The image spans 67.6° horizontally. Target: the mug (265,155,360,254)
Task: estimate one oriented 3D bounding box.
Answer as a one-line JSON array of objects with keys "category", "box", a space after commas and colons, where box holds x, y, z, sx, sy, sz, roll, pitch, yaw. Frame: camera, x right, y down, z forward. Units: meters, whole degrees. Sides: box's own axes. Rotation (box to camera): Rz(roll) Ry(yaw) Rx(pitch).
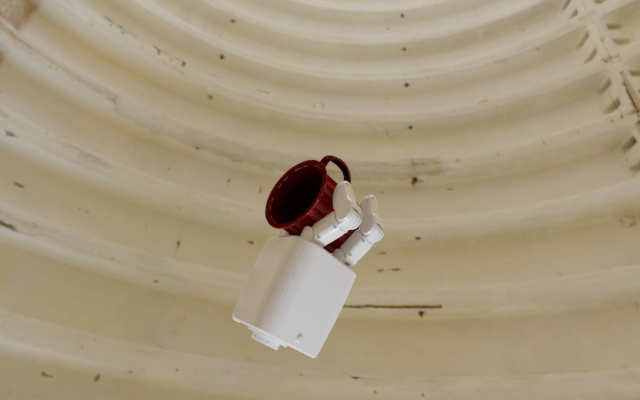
[{"category": "mug", "box": [0.001, 0.001, 0.575, 0.093, 0.117, 0.081, 5, -27, 49]}]
